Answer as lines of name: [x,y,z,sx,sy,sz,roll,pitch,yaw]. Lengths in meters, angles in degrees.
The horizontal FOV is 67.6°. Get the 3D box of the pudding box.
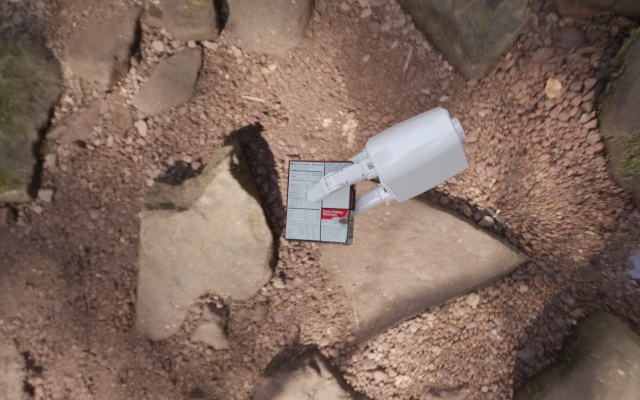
pudding box: [0.000,0.002,0.647,0.090,0.113,0.039,3,-4,14]
